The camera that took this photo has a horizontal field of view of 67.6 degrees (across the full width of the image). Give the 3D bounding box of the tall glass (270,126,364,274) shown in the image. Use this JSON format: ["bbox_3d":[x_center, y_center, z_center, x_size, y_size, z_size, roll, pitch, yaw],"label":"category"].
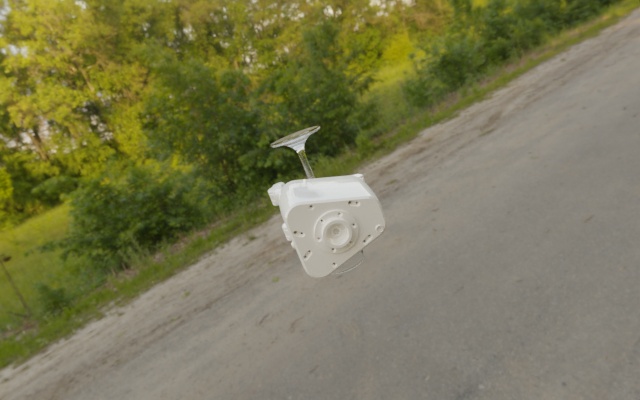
[{"bbox_3d":[0.000,0.002,0.674,0.079,0.201,0.079,-20,15,6],"label":"tall glass"}]
